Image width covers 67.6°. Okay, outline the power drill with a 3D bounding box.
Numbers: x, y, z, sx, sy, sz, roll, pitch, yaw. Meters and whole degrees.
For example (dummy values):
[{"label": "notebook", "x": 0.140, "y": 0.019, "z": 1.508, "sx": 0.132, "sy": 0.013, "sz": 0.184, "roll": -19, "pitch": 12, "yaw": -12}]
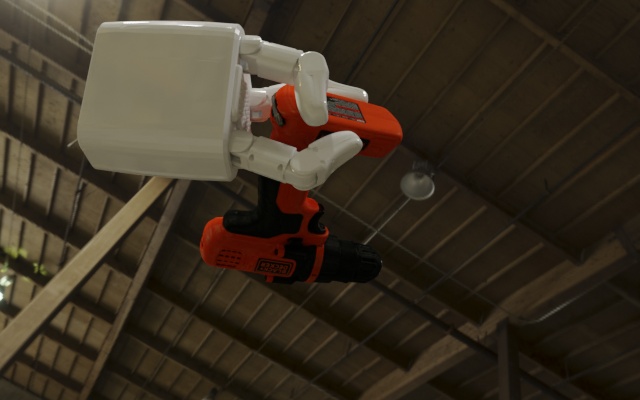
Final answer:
[{"label": "power drill", "x": 0.000, "y": 0.001, "z": 0.430, "sx": 0.184, "sy": 0.188, "sz": 0.057, "roll": 10, "pitch": 34, "yaw": -21}]
